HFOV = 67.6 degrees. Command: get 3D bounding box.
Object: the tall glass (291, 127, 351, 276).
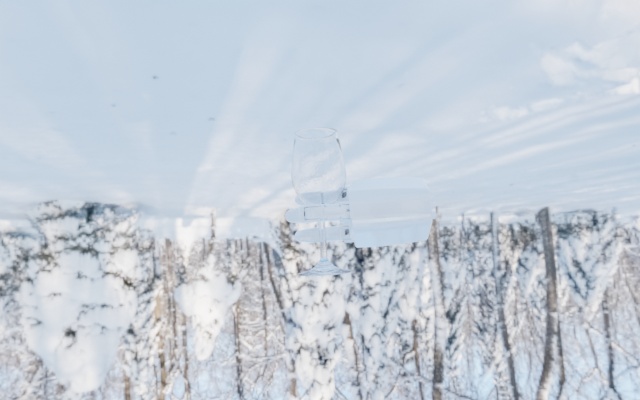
[{"bbox_3d":[0.000,0.003,0.672,0.079,0.201,0.079,-4,-4,0],"label":"tall glass"}]
